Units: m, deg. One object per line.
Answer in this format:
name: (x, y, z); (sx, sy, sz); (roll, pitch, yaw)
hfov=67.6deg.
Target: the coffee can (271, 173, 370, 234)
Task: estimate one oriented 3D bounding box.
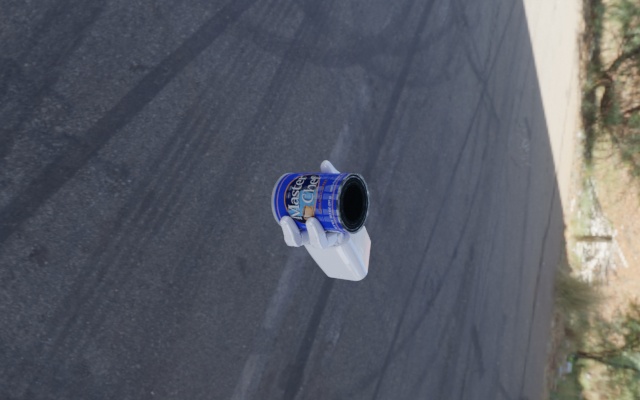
coffee can: (0.000, 0.003, 0.832); (0.140, 0.103, 0.103); (2, 1, 35)
